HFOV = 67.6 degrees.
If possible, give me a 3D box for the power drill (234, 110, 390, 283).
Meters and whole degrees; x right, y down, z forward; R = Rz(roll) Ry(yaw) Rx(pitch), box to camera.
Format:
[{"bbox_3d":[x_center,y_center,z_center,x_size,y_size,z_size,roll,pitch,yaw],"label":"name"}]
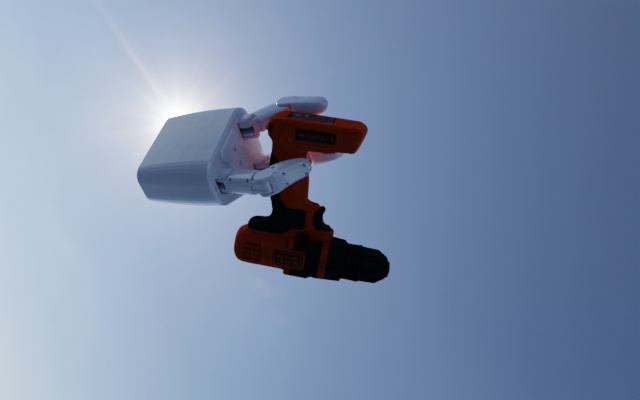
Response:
[{"bbox_3d":[0.000,0.001,0.538,0.184,0.188,0.057,9,18,0],"label":"power drill"}]
